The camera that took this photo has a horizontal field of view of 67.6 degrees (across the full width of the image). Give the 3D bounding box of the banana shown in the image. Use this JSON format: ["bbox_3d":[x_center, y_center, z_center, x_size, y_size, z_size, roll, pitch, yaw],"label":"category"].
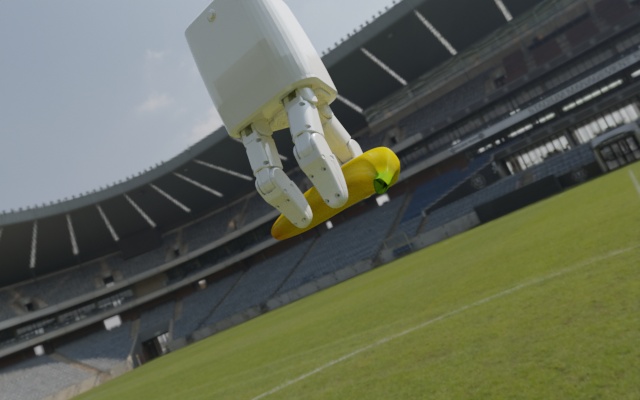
[{"bbox_3d":[0.015,-0.007,0.442,0.069,0.037,0.198,-30,-1,-33],"label":"banana"}]
